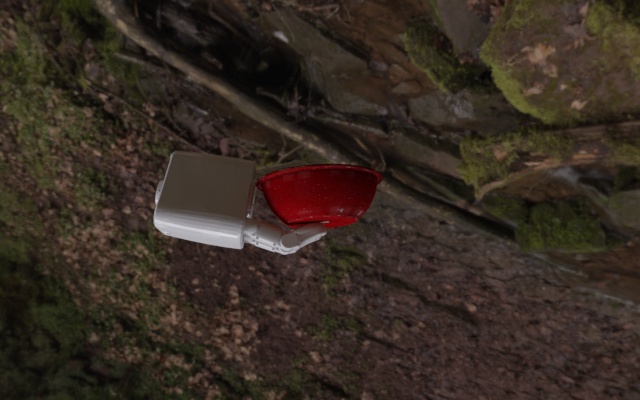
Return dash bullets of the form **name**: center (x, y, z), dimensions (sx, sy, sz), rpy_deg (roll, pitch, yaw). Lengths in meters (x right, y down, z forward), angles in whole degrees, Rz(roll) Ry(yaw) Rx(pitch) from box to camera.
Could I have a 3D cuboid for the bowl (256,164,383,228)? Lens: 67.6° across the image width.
- **bowl**: center (0.001, 0.002, 0.603), dimensions (0.162, 0.055, 0.162), rpy_deg (-4, -12, -1)
